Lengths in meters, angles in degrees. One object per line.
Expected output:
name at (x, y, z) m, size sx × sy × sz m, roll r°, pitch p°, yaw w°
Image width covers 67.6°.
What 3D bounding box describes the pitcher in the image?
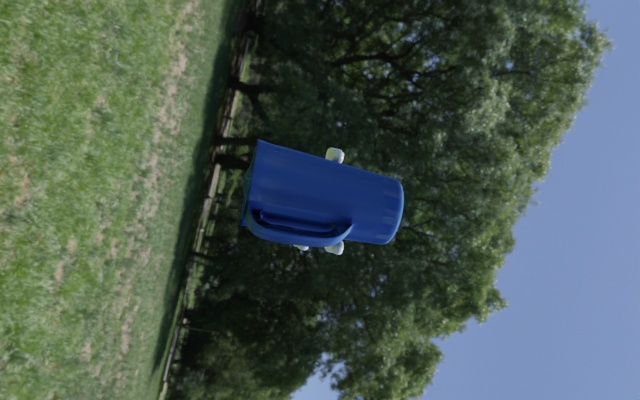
pitcher at (0.000, 0.002, 0.737) m, size 0.243 × 0.149 × 0.145 m, roll 12°, pitch -7°, yaw -11°
